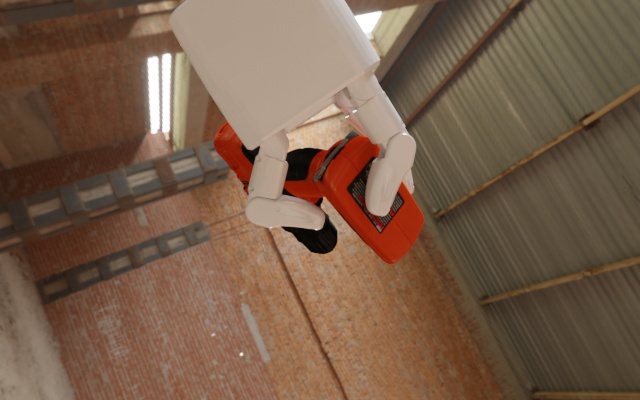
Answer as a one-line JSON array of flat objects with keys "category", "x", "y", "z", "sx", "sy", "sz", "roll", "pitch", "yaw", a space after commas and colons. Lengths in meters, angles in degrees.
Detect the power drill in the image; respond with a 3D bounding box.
[{"category": "power drill", "x": 0.000, "y": 0.001, "z": 0.439, "sx": 0.187, "sy": 0.057, "sz": 0.184, "roll": 10, "pitch": -32, "yaw": 52}]
